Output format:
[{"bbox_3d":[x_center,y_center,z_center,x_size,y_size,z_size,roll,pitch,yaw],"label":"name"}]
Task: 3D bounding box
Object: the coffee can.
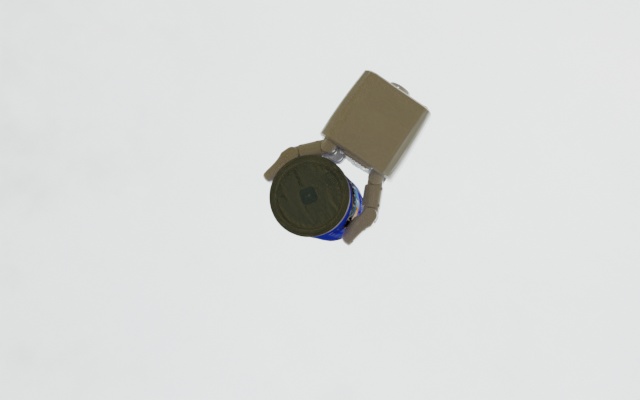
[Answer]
[{"bbox_3d":[0.000,0.002,0.655,0.103,0.103,0.140,0,-7,12],"label":"coffee can"}]
